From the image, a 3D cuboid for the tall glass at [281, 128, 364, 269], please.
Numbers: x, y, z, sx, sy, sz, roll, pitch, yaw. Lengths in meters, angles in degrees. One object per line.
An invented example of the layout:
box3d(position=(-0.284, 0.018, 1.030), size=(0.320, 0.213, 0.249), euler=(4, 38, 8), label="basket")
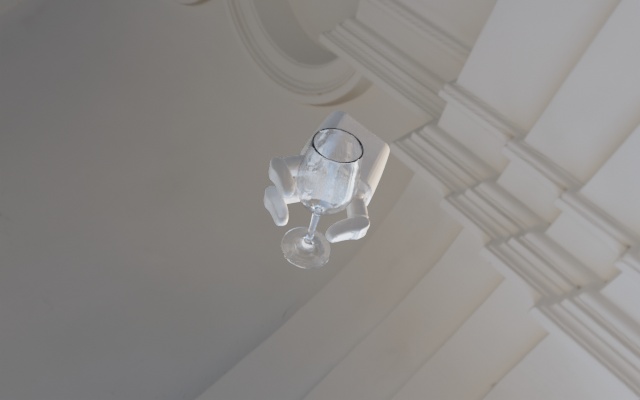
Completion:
box3d(position=(0.000, 0.003, 0.623), size=(0.079, 0.079, 0.201), euler=(0, -42, -16), label="tall glass")
